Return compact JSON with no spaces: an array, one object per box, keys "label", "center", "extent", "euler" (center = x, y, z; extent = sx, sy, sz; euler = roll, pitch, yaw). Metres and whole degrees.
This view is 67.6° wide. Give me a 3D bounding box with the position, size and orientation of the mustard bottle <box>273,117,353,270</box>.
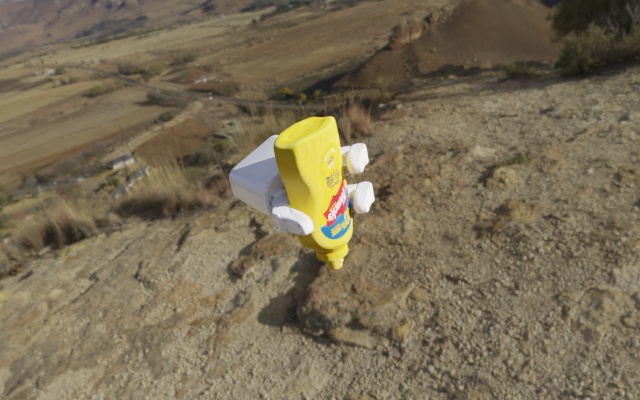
[{"label":"mustard bottle","center":[0.000,0.002,0.584],"extent":[0.058,0.192,0.096],"euler":[3,29,29]}]
